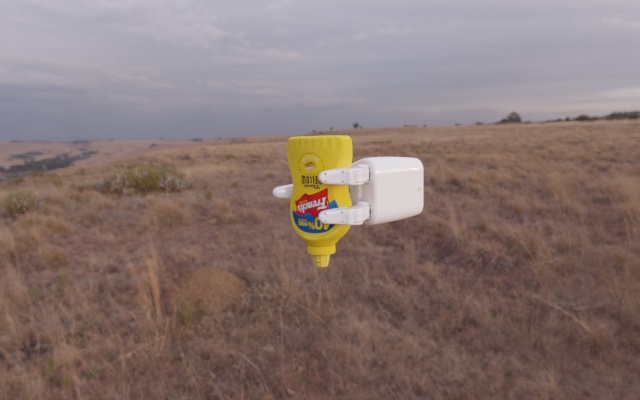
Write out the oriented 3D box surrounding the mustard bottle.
[{"bbox_3d":[0.000,0.002,0.697,0.096,0.191,0.058,3,8,30],"label":"mustard bottle"}]
